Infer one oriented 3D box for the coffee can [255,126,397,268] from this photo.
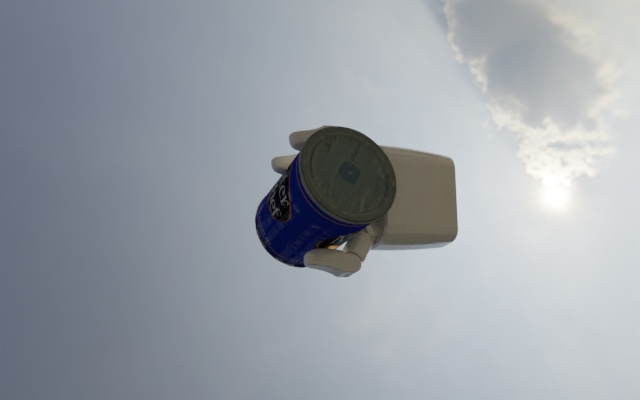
[{"bbox_3d":[0.000,0.002,0.508,0.103,0.102,0.140,0,-24,-27],"label":"coffee can"}]
